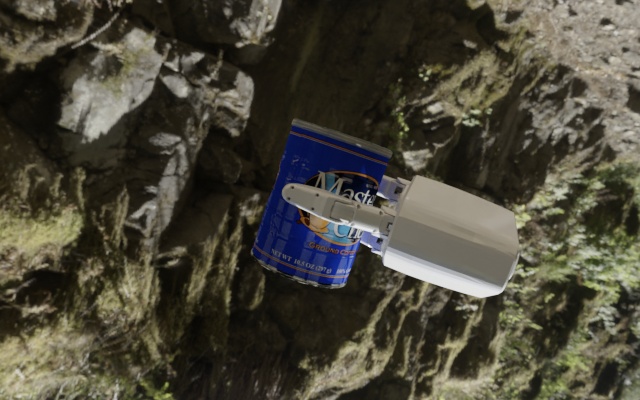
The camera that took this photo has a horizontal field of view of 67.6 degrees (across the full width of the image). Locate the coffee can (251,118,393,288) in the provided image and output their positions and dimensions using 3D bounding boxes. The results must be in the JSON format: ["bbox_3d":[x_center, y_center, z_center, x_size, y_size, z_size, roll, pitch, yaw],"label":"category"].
[{"bbox_3d":[0.000,0.001,0.476,0.103,0.140,0.103,18,7,-2],"label":"coffee can"}]
